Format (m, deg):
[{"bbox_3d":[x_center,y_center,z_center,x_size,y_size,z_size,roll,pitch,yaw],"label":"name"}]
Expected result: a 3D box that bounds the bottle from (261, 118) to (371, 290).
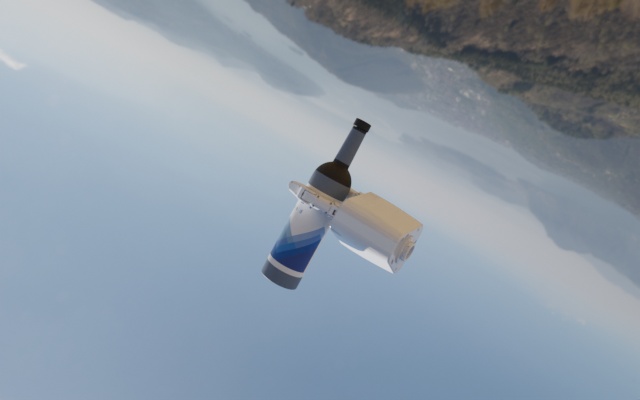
[{"bbox_3d":[0.000,0.003,0.779,0.069,0.296,0.069,28,6,-3],"label":"bottle"}]
